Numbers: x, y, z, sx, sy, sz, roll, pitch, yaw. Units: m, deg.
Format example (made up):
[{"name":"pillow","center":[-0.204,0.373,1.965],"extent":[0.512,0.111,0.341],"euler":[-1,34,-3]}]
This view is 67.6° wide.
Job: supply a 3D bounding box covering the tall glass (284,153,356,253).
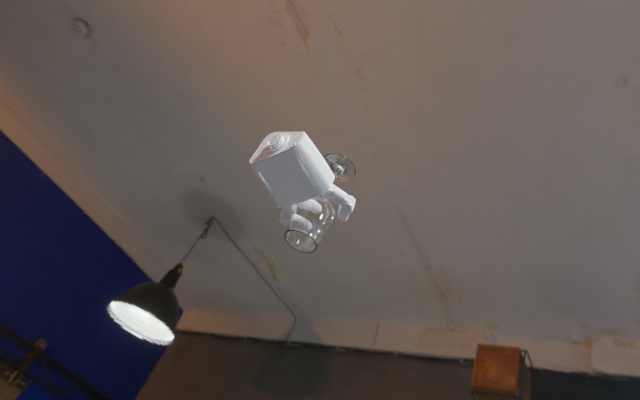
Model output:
[{"name":"tall glass","center":[0.001,0.003,0.895],"extent":[0.079,0.201,0.079],"euler":[16,-40,14]}]
